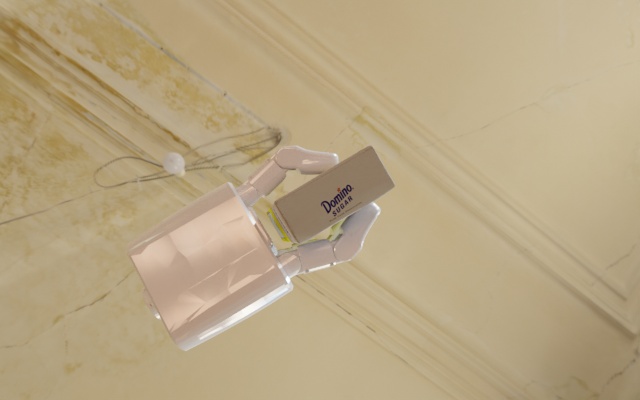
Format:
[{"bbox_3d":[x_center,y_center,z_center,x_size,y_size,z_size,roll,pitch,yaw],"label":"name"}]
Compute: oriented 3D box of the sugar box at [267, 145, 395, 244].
[{"bbox_3d":[0.000,0.002,0.455,0.093,0.048,0.176,-31,3,-9],"label":"sugar box"}]
